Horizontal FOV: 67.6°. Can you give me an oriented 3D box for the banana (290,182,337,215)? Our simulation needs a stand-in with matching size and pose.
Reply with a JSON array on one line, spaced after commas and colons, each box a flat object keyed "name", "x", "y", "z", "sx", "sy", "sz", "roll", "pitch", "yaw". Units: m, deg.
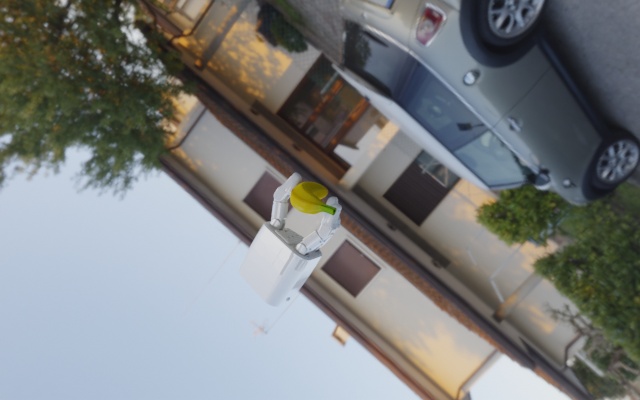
[{"name": "banana", "x": -0.017, "y": -0.004, "z": 0.794, "sx": 0.069, "sy": 0.037, "sz": 0.197, "roll": 24, "pitch": 10, "yaw": -7}]
